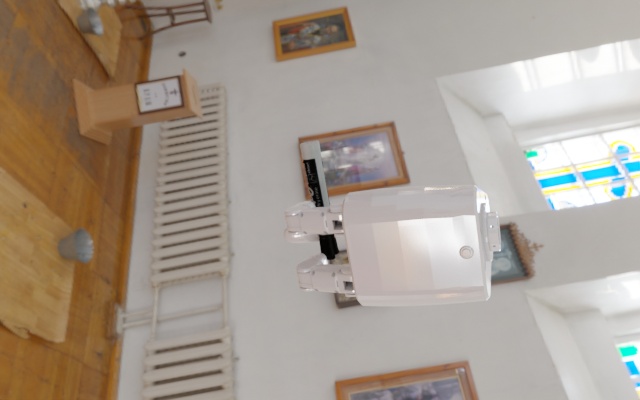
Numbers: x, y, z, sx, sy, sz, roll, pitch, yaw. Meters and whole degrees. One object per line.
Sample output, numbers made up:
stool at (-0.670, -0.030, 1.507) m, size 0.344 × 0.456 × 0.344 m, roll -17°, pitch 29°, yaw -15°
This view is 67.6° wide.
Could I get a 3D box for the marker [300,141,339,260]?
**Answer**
marker at (0.000, 0.002, 0.476) m, size 0.020 × 0.121 × 0.020 m, roll -10°, pitch 12°, yaw 2°
